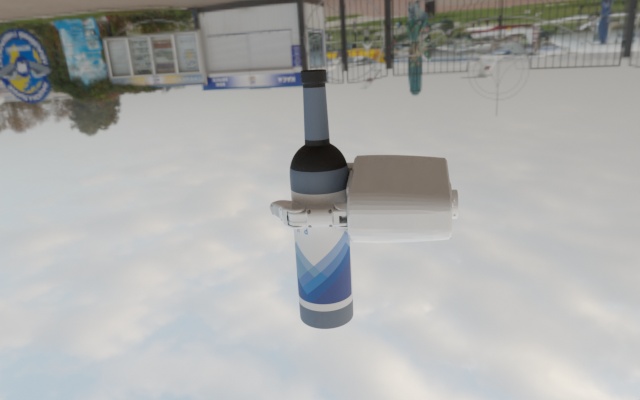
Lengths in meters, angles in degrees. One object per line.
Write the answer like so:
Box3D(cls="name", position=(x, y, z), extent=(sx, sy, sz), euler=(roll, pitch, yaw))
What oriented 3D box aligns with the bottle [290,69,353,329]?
Box3D(cls="bottle", position=(0.000, 0.002, 0.551), extent=(0.069, 0.296, 0.069), euler=(-3, 17, 1))
